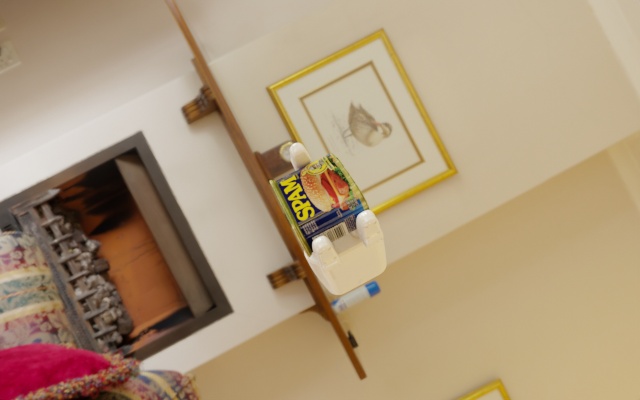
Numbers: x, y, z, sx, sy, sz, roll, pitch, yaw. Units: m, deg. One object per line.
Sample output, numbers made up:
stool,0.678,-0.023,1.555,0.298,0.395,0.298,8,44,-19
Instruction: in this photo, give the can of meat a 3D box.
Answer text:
can of meat,0.000,0.002,0.548,0.084,0.102,0.057,-27,-41,-3
